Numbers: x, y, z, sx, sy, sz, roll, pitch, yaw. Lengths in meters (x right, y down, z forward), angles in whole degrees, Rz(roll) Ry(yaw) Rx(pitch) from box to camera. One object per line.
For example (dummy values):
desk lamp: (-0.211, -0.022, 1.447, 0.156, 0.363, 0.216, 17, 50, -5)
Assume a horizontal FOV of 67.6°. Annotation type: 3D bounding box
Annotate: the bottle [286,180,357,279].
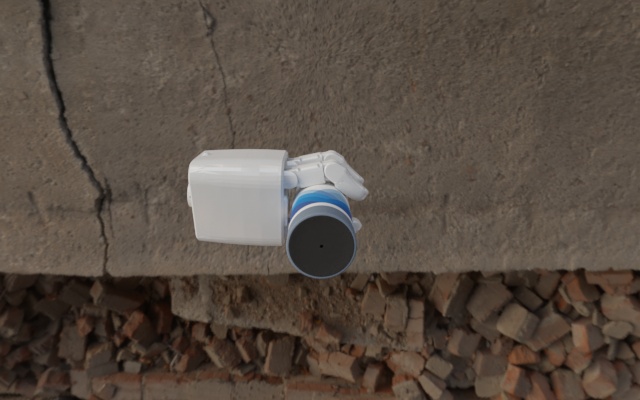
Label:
bottle: (0.000, 0.002, 0.586, 0.069, 0.069, 0.295, 0, 16, 0)
